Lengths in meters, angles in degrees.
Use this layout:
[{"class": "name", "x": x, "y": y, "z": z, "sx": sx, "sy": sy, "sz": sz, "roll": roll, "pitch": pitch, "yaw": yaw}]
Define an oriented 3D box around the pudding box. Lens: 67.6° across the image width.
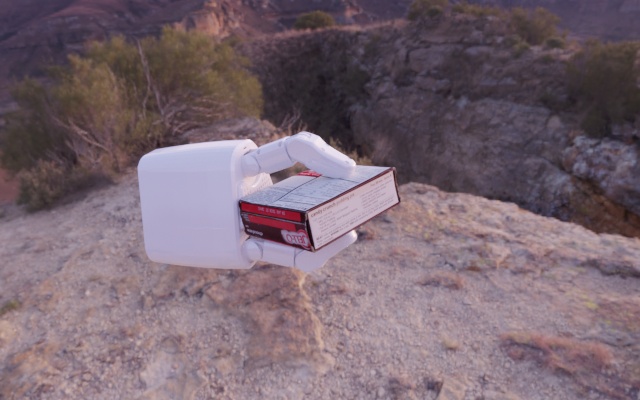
[{"class": "pudding box", "x": 0.000, "y": 0.001, "z": 0.415, "sx": 0.113, "sy": 0.039, "sz": 0.090, "roll": -28, "pitch": 25, "yaw": -38}]
